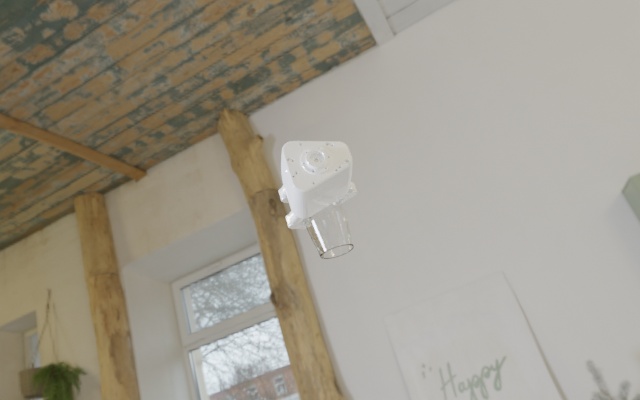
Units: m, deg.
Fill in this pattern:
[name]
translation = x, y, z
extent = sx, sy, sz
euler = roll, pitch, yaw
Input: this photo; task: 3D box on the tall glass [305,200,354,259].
[tall glass]
translation = 0.000, 0.002, 0.873
extent = 0.079, 0.201, 0.079
euler = -16, -22, -7
